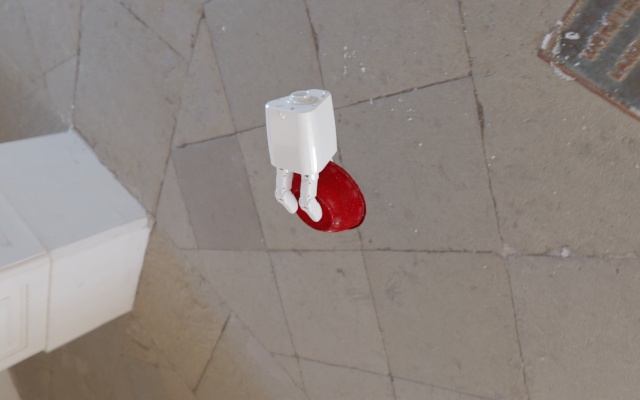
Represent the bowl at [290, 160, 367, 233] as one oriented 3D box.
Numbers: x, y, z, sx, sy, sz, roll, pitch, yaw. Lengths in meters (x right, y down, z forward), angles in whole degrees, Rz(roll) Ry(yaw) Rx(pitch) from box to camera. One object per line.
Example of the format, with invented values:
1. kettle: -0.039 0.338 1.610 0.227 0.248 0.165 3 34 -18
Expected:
1. bowl: 0.000 0.004 0.855 0.162 0.162 0.055 0 35 45
